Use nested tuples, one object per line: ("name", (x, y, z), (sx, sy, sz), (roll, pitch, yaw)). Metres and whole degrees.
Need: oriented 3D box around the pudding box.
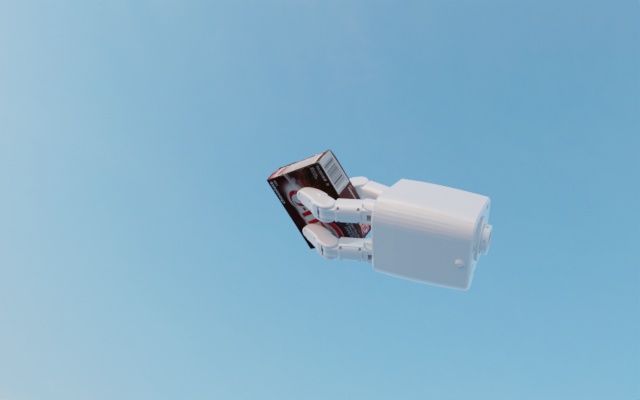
("pudding box", (0.000, 0.002, 0.587), (0.090, 0.113, 0.039), (-16, 21, 40))
